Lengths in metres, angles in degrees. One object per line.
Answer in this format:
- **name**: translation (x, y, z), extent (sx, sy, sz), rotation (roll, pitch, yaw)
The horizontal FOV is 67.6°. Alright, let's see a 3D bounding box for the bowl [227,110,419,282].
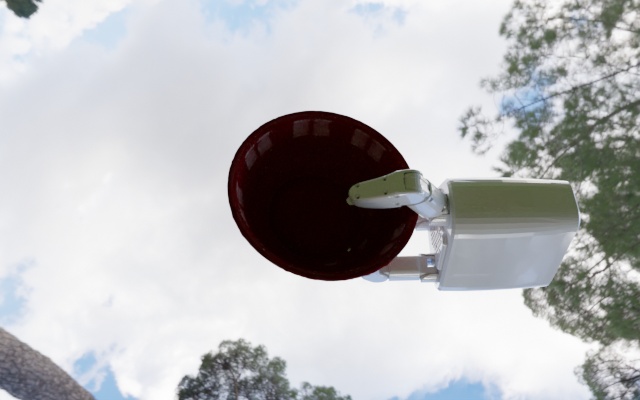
- **bowl**: translation (-0.001, 0.001, 0.418), extent (0.162, 0.162, 0.055), rotation (0, -28, -11)
